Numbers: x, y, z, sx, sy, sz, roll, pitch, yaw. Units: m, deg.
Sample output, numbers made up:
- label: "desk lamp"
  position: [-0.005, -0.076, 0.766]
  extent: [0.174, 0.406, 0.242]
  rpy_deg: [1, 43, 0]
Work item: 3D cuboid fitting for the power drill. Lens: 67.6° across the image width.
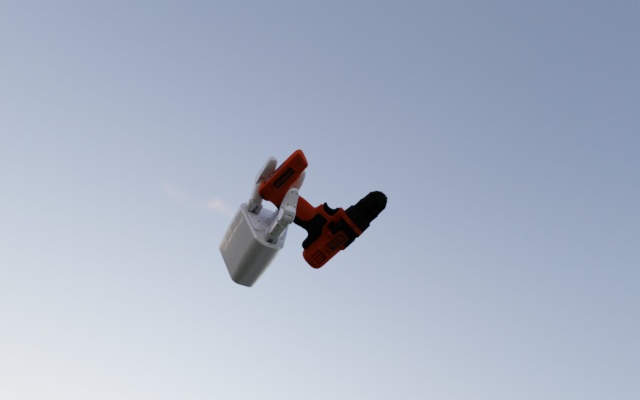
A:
- label: "power drill"
  position: [0.000, 0.003, 0.833]
  extent: [0.184, 0.188, 0.057]
  rpy_deg: [-43, 11, 2]
